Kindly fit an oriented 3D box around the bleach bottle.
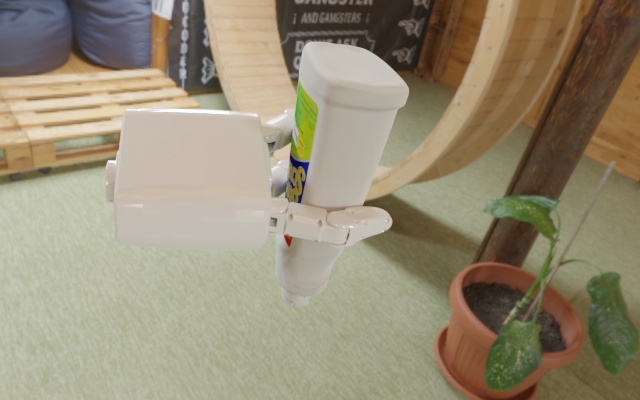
[{"bbox_3d":[0.000,0.001,0.417,0.068,0.251,0.102,1,34,-18],"label":"bleach bottle"}]
